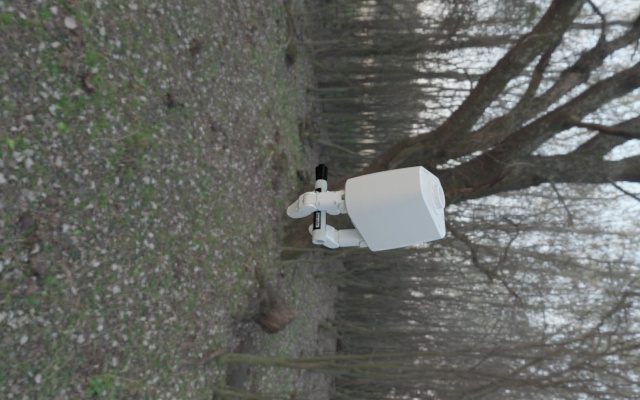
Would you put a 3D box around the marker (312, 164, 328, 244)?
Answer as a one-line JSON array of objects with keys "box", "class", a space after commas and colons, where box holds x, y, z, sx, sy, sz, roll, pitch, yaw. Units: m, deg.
[{"box": [0.000, 0.002, 0.674, 0.020, 0.121, 0.020, 2, -26, 1], "class": "marker"}]
